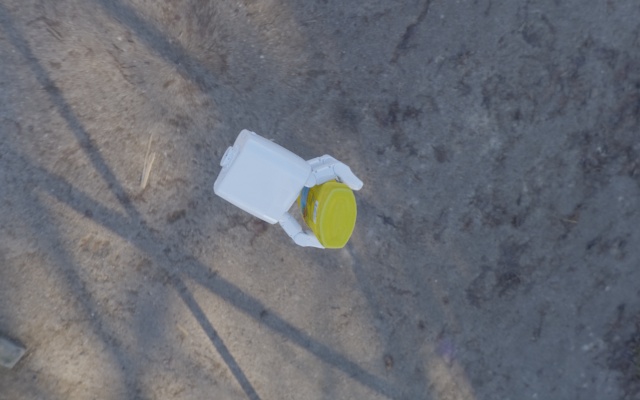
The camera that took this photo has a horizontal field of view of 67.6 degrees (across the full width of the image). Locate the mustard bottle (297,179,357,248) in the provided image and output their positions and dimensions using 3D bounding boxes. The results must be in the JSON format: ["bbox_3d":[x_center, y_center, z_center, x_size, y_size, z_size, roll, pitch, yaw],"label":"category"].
[{"bbox_3d":[0.001,0.003,0.783,0.058,0.096,0.191,2,15,-17],"label":"mustard bottle"}]
